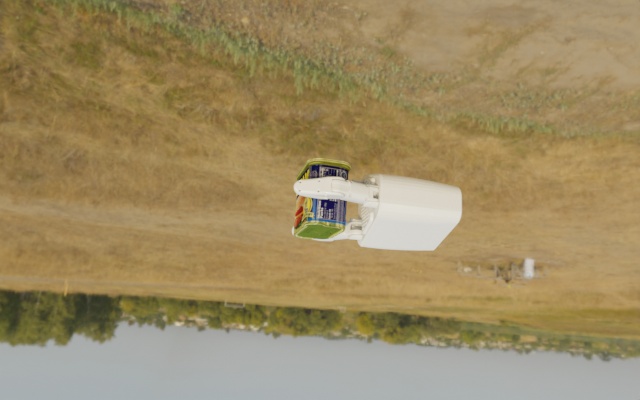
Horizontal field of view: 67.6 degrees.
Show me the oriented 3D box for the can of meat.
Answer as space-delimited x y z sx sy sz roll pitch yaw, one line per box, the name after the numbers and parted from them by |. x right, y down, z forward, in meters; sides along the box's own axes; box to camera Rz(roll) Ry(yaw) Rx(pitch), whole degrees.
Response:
0.000 0.002 0.618 0.057 0.084 0.102 7 -15 -13 | can of meat
